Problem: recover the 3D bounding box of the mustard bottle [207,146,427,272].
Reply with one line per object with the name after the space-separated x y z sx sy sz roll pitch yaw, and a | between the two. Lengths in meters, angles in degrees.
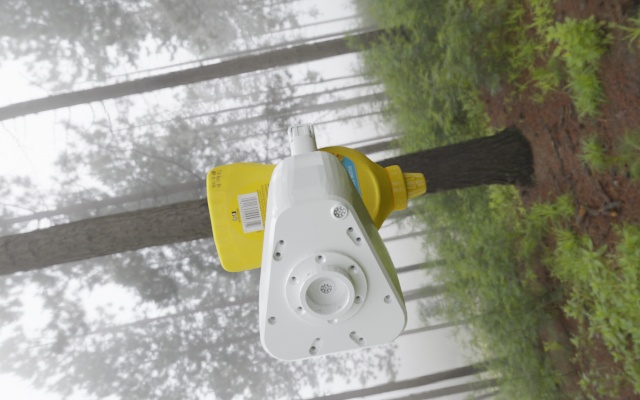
0.000 0.001 0.433 0.191 0.096 0.058 -11 -6 0 | mustard bottle
